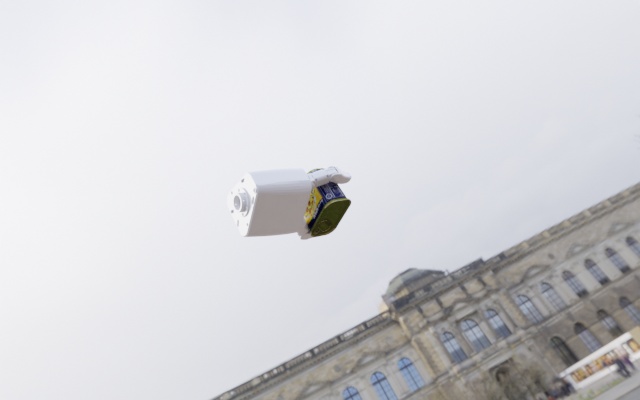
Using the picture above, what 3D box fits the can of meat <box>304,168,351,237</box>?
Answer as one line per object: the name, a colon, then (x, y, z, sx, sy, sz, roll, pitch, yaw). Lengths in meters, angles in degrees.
can of meat: (0.000, 0.003, 0.881, 0.057, 0.084, 0.102, -8, -37, -35)
